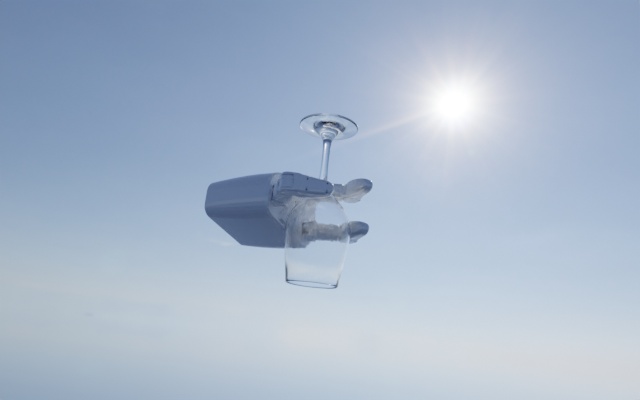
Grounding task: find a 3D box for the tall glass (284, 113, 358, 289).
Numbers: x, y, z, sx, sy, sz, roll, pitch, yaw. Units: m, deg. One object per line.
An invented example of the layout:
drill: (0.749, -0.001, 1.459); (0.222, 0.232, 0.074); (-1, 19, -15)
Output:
tall glass: (0.000, 0.001, 0.576); (0.079, 0.201, 0.079); (6, -16, 2)
